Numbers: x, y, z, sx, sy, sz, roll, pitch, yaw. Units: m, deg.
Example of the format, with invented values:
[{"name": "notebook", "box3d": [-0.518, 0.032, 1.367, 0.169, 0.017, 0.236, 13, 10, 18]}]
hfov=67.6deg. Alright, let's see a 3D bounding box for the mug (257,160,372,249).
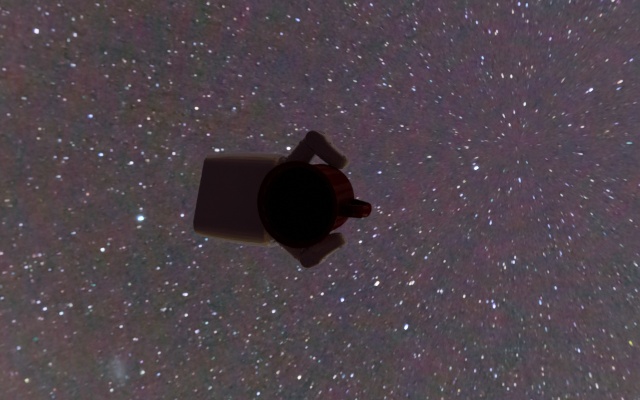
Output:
[{"name": "mug", "box3d": [0.002, 0.002, 0.532, 0.117, 0.093, 0.081, 6, 8, 21]}]
